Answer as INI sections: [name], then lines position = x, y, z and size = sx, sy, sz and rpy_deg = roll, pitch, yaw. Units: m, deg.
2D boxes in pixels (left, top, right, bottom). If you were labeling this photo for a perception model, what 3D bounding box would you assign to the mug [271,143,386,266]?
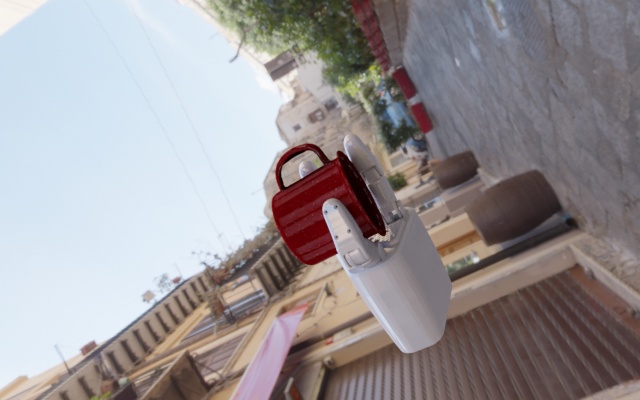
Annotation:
[mug]
position = -0.001, 0.000, 0.461
size = 0.081, 0.117, 0.093
rpy_deg = -29, 15, 14
